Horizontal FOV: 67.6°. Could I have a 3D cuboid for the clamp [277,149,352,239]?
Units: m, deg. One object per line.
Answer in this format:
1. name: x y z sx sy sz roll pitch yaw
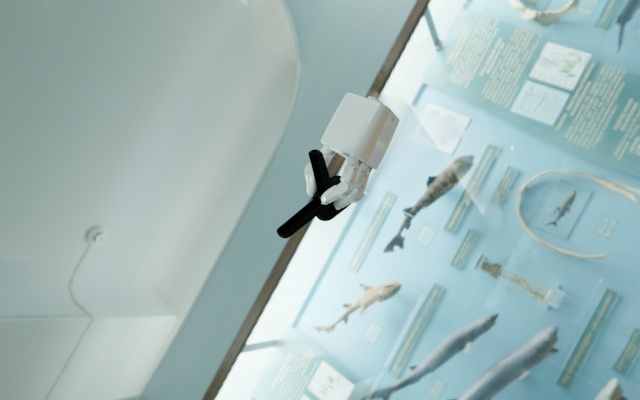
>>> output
1. clamp: 0.000 0.002 0.897 0.036 0.164 0.210 29 4 27
